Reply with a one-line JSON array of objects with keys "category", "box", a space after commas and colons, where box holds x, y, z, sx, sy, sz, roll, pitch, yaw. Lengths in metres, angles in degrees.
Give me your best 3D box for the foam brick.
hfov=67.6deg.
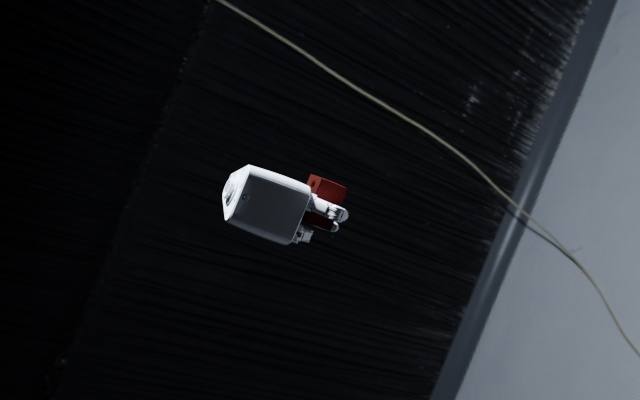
[{"category": "foam brick", "box": [0.000, 0.002, 0.784, 0.051, 0.078, 0.053, 22, 1, -23]}]
